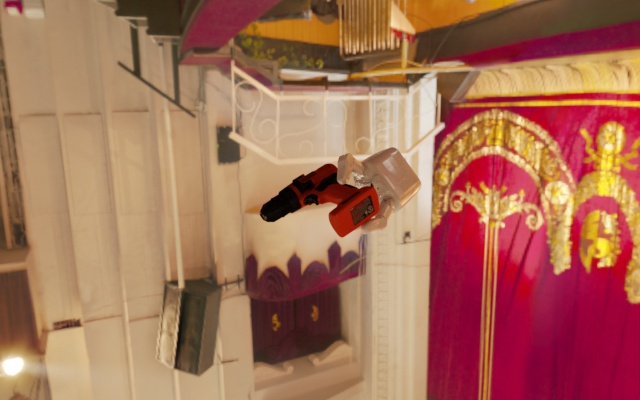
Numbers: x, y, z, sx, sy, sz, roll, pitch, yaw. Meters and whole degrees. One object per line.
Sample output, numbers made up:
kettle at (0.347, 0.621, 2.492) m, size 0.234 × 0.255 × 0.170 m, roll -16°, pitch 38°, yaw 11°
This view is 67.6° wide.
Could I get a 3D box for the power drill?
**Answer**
power drill at (0.001, 0.003, 0.875) m, size 0.184 × 0.057 × 0.187 m, roll -35°, pitch 35°, yaw -23°
